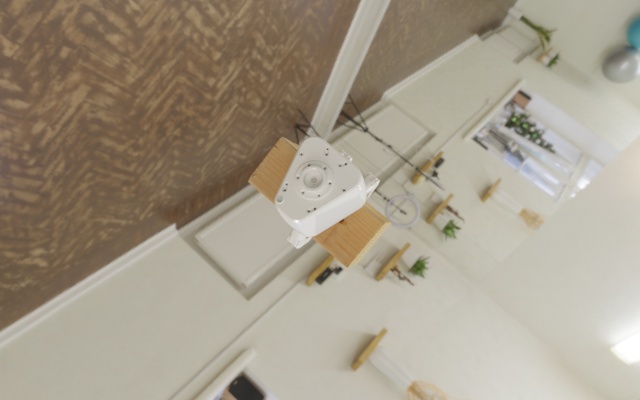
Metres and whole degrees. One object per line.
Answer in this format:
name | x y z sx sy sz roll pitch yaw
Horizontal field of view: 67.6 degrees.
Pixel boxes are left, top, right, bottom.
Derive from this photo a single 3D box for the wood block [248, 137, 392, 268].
wood block | 0.000 0.003 0.754 0.206 0.091 0.090 41 8 13
